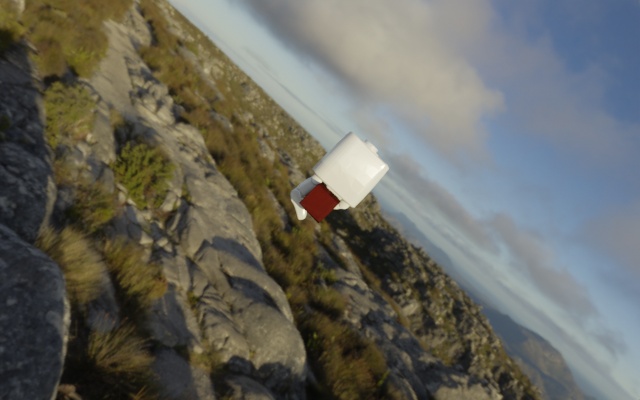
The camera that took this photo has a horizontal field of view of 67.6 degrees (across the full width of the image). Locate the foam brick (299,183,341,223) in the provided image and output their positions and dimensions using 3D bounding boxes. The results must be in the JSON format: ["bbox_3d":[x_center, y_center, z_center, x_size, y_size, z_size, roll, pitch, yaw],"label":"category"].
[{"bbox_3d":[0.000,0.003,0.888,0.051,0.053,0.078,-44,-1,7],"label":"foam brick"}]
